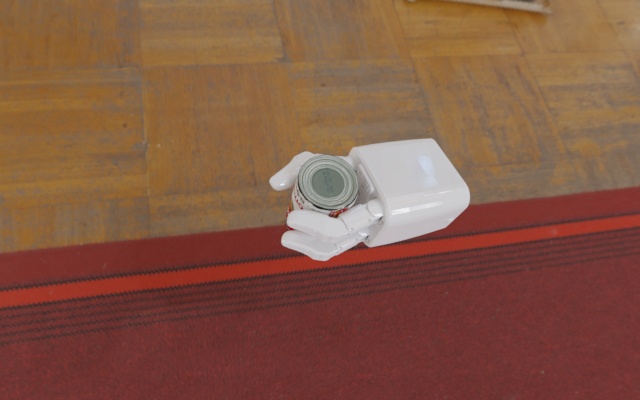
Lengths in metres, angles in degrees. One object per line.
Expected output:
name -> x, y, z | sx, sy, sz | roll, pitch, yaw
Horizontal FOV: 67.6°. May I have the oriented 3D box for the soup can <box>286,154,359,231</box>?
soup can -> 0.000, 0.002, 0.542 | 0.068, 0.068, 0.102 | 0, -26, -11
